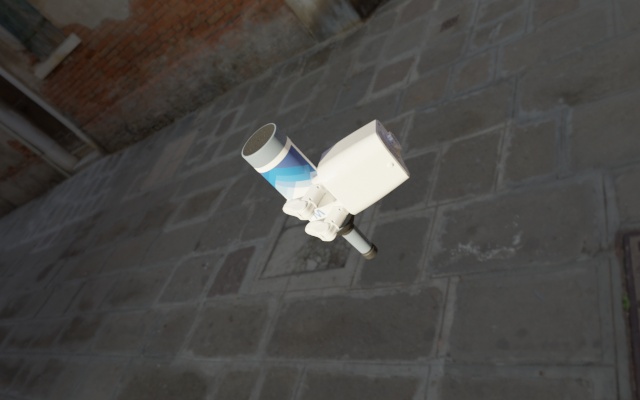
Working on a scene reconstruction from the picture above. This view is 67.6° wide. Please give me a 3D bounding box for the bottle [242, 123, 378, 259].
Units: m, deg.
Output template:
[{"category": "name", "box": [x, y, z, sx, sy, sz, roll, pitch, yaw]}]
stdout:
[{"category": "bottle", "box": [0.000, 0.002, 0.761, 0.069, 0.069, 0.296, 0, -38, 50]}]
